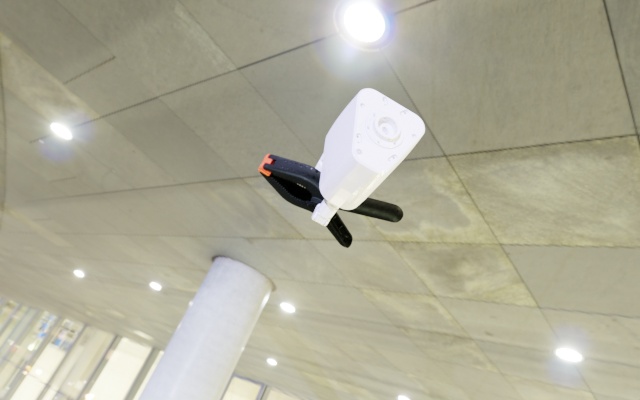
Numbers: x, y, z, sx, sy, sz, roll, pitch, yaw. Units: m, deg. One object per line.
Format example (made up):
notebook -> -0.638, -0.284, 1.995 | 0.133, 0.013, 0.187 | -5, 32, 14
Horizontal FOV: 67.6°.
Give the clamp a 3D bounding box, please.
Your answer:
clamp -> -0.001, 0.003, 0.722 | 0.210, 0.036, 0.165 | 28, -31, -6
